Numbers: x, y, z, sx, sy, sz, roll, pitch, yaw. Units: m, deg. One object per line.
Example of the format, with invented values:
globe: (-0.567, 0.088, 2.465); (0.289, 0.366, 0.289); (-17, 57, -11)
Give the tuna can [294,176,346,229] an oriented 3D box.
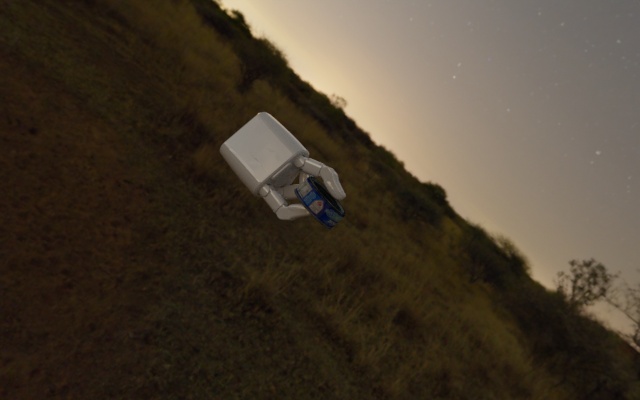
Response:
tuna can: (0.001, 0.002, 0.751); (0.034, 0.086, 0.086); (-43, -9, 10)
